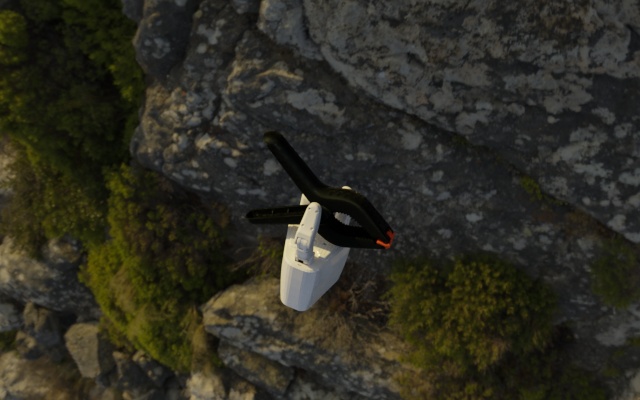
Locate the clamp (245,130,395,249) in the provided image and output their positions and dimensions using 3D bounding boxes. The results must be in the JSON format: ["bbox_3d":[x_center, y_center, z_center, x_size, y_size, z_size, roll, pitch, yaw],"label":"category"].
[{"bbox_3d":[0.000,0.003,0.627,0.210,0.165,0.036,20,44,9],"label":"clamp"}]
